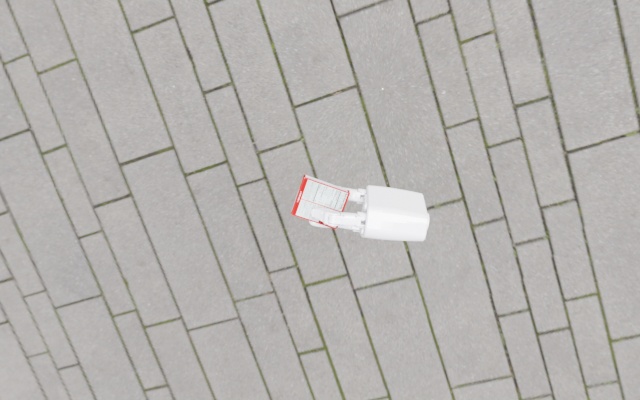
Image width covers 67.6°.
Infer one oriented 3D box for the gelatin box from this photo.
[{"bbox_3d":[0.000,0.003,0.859,0.089,0.073,0.030,18,13,-6],"label":"gelatin box"}]
